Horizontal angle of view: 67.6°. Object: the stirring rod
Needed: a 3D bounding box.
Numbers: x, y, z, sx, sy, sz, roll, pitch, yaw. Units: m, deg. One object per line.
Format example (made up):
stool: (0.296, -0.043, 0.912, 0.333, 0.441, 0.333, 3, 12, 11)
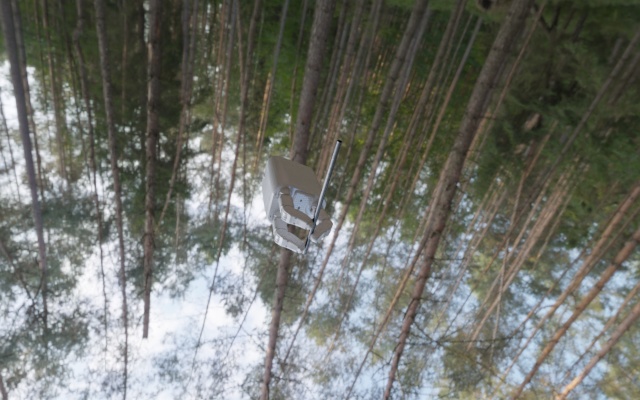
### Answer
stirring rod: (0.000, 0.003, 0.804, 0.011, 0.240, 0.011, 11, 36, -8)
